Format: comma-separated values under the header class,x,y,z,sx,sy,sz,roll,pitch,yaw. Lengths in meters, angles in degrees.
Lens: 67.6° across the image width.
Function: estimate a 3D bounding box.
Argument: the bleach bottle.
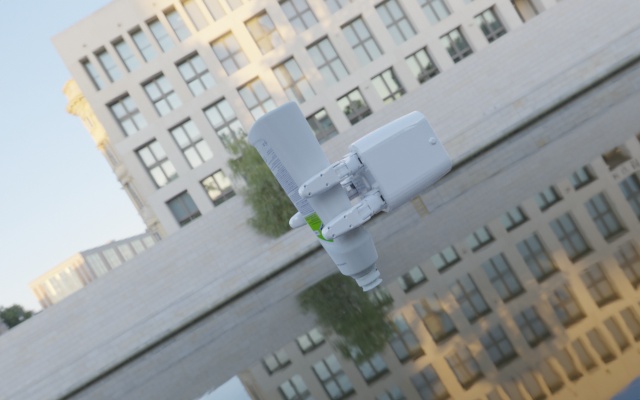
class,x,y,z,sx,sy,sz,roll,pitch,yaw
bleach bottle,0.000,0.002,0.614,0.068,0.251,0.102,-31,2,-15
